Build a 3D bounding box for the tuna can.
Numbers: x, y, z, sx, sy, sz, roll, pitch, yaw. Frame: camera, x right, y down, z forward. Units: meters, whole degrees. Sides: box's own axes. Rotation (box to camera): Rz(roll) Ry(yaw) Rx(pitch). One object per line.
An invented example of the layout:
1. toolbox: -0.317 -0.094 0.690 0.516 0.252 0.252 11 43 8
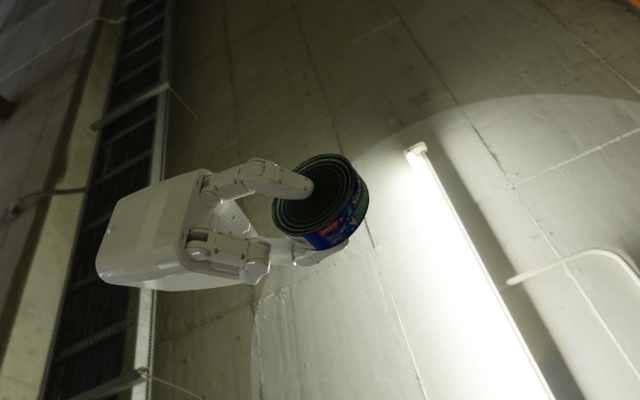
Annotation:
1. tuna can: 0.000 0.002 0.428 0.086 0.086 0.034 0 -33 39
